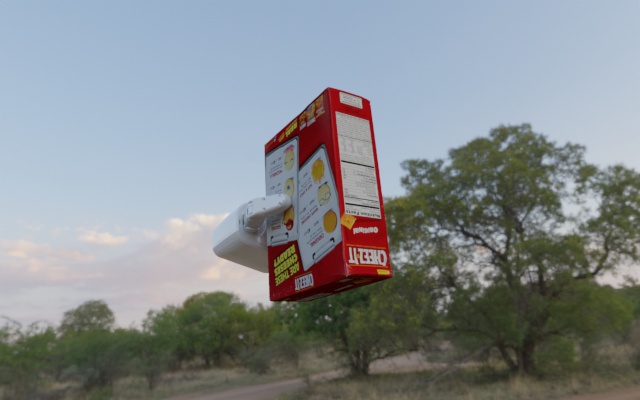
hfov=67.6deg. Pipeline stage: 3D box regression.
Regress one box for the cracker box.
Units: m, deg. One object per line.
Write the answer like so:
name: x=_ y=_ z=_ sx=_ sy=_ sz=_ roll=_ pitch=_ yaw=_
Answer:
cracker box: x=0.000 y=0.002 z=0.570 sx=0.072 sy=0.213 sz=0.164 roll=7 pitch=-22 yaw=-32
